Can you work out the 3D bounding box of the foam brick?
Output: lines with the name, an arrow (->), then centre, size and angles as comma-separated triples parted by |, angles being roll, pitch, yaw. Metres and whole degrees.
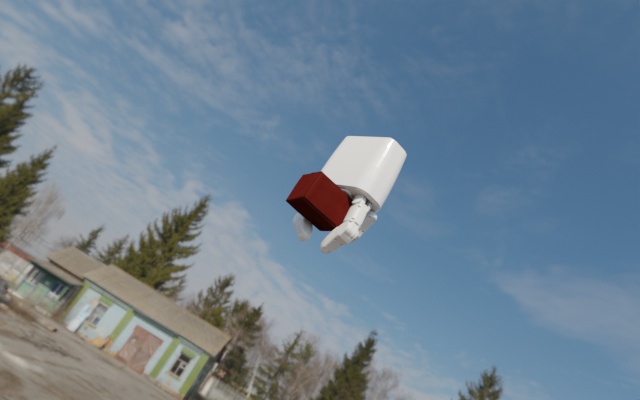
foam brick -> 0.000, 0.002, 0.693 | 0.078, 0.051, 0.053 | 42, -24, -24
